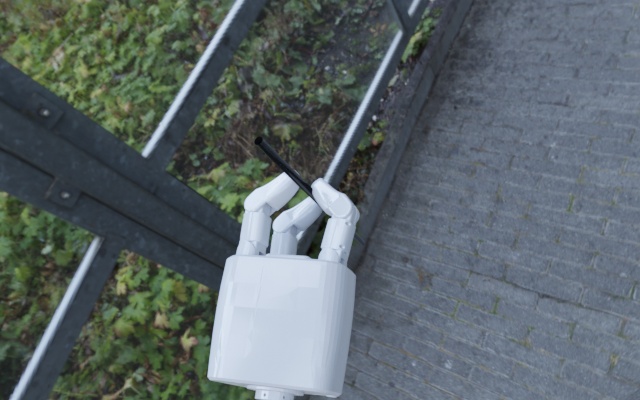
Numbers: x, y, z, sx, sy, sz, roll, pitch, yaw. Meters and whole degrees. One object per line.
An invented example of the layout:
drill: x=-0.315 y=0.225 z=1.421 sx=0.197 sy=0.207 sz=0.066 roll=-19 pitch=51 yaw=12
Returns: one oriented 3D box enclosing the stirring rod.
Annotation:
stirring rod: x=0.000 y=0.002 z=0.488 sx=0.011 sy=0.011 sz=0.240 roll=0 pitch=-25 yaw=28
